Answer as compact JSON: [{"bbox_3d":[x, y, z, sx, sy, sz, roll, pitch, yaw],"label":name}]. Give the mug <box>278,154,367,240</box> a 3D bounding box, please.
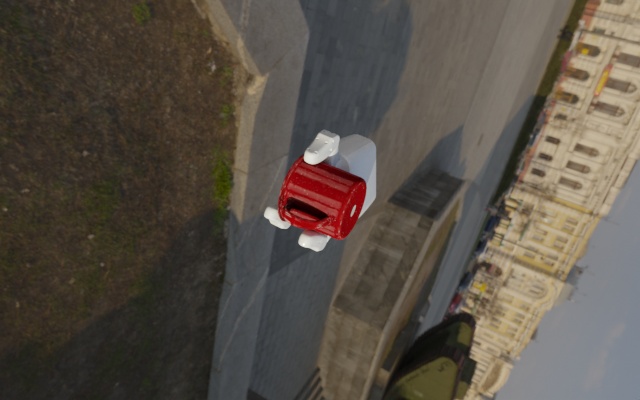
[{"bbox_3d":[0.000,0.002,0.581,0.081,0.093,0.117,22,30,19],"label":"mug"}]
